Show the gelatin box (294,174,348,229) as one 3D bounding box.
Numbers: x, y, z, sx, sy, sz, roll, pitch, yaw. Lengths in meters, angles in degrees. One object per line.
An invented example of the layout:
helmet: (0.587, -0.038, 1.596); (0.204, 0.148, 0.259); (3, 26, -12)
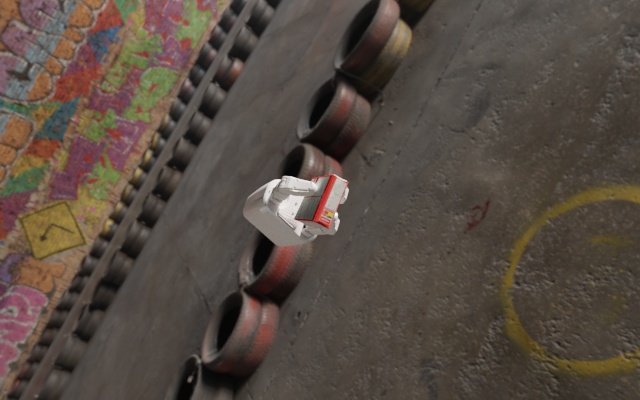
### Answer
gelatin box: (0.000, 0.002, 0.707); (0.030, 0.073, 0.089); (27, -10, -19)
